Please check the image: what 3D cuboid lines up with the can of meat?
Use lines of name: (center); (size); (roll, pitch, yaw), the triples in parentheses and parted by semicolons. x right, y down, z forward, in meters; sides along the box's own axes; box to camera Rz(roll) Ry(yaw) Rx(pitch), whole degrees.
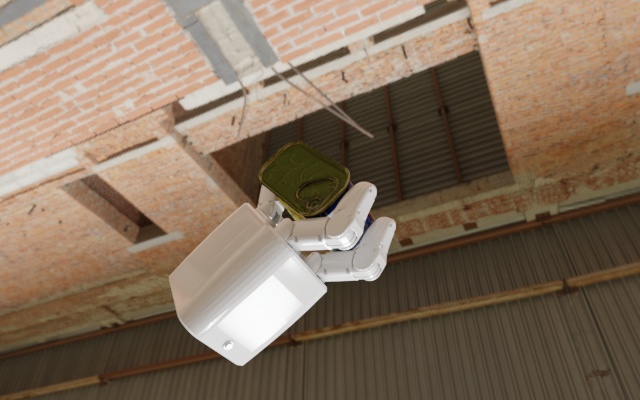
can of meat: (0.000, 0.002, 0.456); (0.102, 0.057, 0.084); (35, -14, 46)
